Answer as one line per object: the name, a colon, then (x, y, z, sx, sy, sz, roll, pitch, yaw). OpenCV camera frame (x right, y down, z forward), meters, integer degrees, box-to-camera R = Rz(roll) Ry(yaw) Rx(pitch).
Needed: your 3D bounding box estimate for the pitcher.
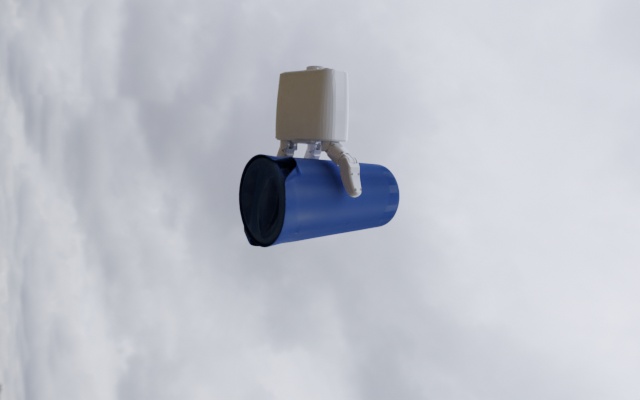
pitcher: (0.000, 0.002, 0.754, 0.243, 0.145, 0.149, -2, 5, -37)
